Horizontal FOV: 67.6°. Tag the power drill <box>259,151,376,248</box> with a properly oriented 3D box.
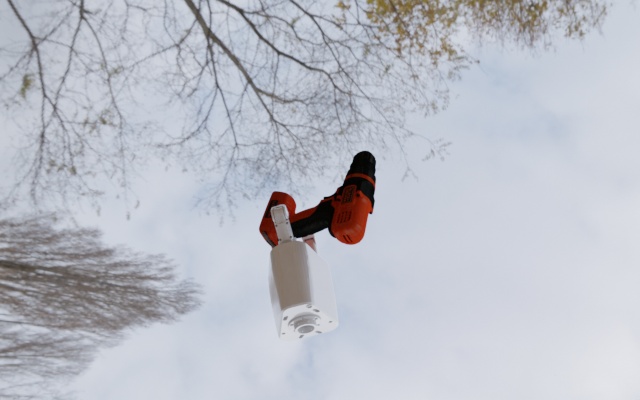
[{"bbox_3d":[0.000,0.003,0.774,0.188,0.184,0.057,-15,-52,30],"label":"power drill"}]
